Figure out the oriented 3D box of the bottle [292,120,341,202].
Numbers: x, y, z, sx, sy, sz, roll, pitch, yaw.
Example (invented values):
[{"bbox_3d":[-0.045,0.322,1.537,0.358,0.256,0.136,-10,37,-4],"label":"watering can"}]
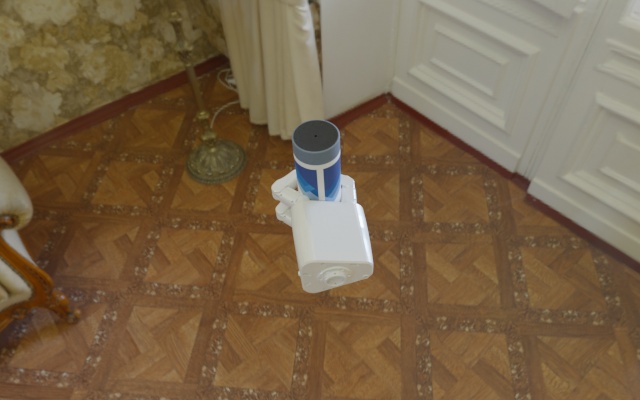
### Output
[{"bbox_3d":[0.000,0.002,0.769,0.069,0.069,0.296,0,-38,3],"label":"bottle"}]
